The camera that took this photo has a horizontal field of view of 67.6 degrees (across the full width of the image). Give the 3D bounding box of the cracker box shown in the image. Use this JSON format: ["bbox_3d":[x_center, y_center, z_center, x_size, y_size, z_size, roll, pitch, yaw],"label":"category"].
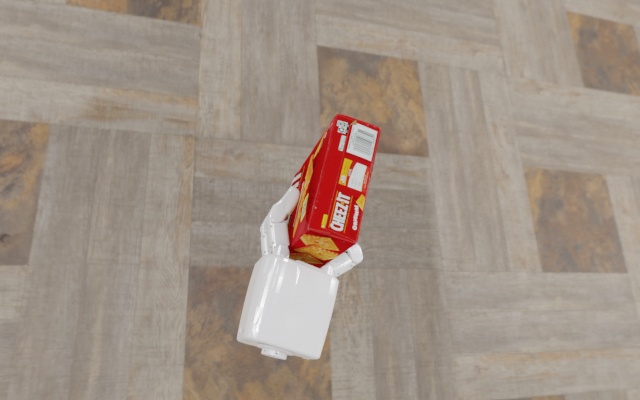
[{"bbox_3d":[0.000,0.002,0.668,0.072,0.164,0.214,18,-23,-11],"label":"cracker box"}]
